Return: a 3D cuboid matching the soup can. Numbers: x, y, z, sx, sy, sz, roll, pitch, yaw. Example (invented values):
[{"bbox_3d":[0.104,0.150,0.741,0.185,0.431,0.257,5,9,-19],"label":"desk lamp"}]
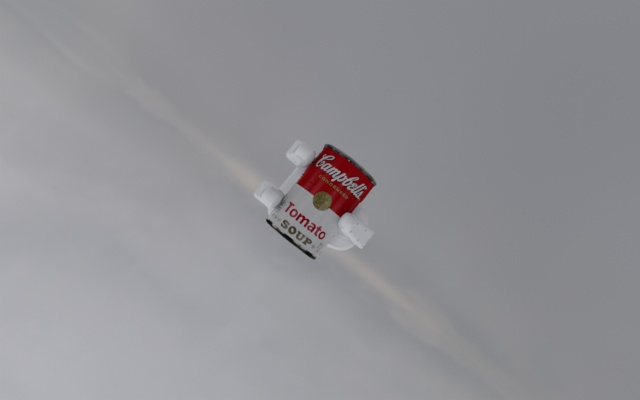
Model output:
[{"bbox_3d":[0.000,0.002,0.494,0.068,0.102,0.068,39,-3,2],"label":"soup can"}]
